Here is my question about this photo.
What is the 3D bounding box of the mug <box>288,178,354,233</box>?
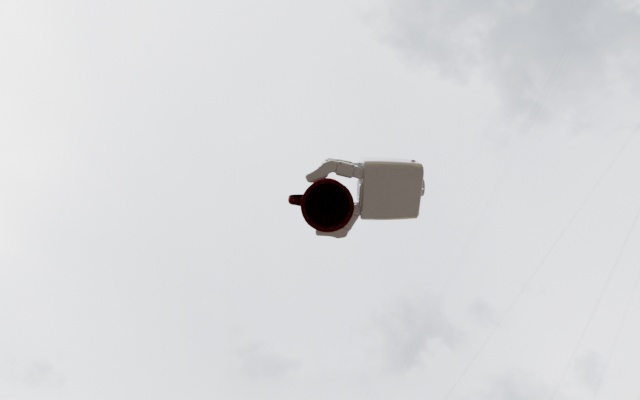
[{"bbox_3d":[-0.001,0.003,0.862,0.117,0.093,0.081,3,9,0],"label":"mug"}]
